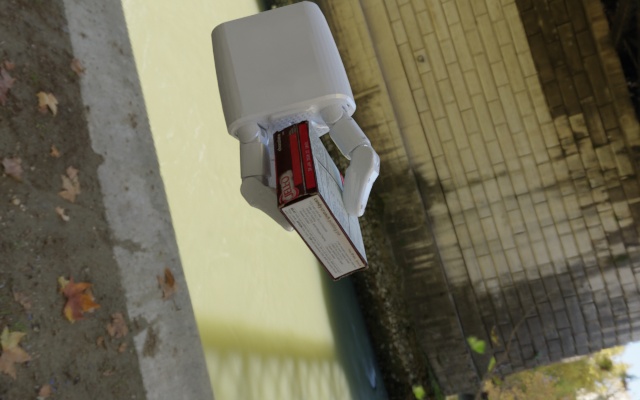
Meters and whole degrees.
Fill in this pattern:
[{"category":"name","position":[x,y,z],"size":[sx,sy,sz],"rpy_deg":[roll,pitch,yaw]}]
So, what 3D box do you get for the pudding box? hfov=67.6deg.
[{"category":"pudding box","position":[0.000,0.001,0.411],"size":[0.039,0.090,0.114],"rpy_deg":[-22,-45,15]}]
